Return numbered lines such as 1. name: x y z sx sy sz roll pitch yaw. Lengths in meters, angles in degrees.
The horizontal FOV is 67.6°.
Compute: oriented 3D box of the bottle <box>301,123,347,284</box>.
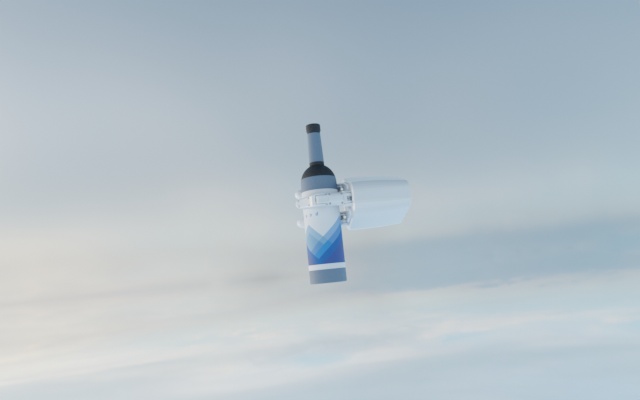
1. bottle: 0.000 0.003 0.879 0.069 0.295 0.069 -6 -8 -1
